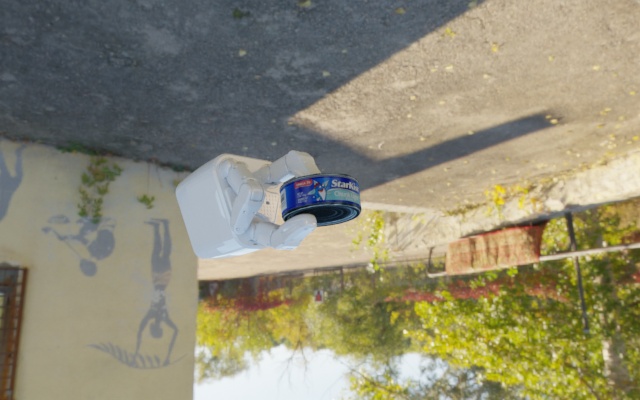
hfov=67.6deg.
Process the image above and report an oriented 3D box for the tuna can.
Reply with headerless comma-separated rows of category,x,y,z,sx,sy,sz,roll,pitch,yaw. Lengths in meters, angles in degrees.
tuna can,0.000,0.002,0.506,0.086,0.033,0.086,-5,-18,-2
